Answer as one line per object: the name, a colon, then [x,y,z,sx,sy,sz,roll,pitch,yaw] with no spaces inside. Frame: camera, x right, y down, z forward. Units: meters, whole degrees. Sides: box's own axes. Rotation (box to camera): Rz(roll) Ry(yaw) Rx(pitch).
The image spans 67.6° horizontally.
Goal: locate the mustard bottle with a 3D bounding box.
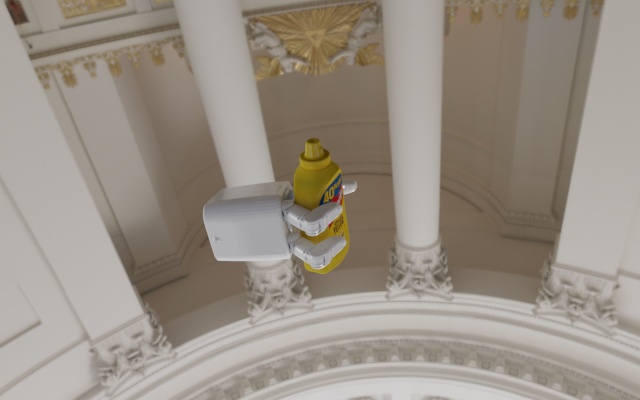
mustard bottle: [0.000,0.002,0.668,0.058,0.192,0.096,10,37,26]
